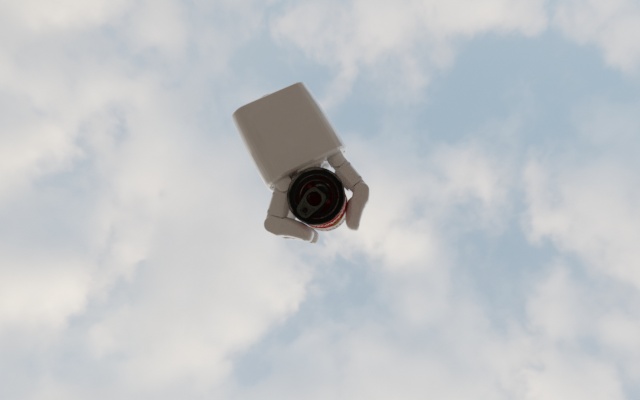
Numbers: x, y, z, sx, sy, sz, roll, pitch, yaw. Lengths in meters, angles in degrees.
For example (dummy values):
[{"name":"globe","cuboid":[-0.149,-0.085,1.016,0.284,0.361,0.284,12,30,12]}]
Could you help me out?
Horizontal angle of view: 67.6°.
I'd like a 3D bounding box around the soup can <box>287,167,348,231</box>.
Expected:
[{"name":"soup can","cuboid":[0.000,0.002,0.595,0.068,0.068,0.102,0,-8,6]}]
